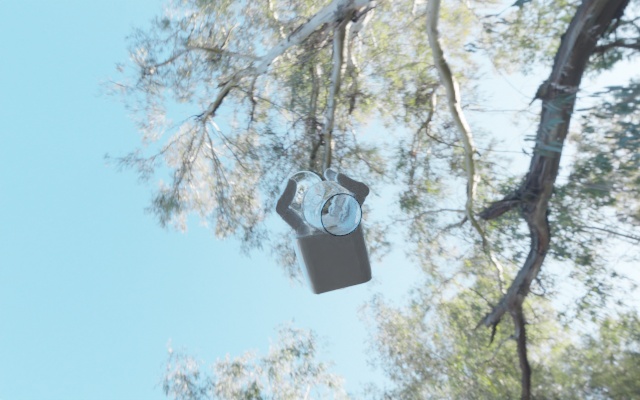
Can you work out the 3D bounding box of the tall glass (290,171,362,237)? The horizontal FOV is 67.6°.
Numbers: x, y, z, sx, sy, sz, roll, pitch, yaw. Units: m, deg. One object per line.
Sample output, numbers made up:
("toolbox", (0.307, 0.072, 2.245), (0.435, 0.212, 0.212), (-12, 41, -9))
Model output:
("tall glass", (0.000, 0.002, 0.751), (0.079, 0.079, 0.201), (0, 10, -17))
